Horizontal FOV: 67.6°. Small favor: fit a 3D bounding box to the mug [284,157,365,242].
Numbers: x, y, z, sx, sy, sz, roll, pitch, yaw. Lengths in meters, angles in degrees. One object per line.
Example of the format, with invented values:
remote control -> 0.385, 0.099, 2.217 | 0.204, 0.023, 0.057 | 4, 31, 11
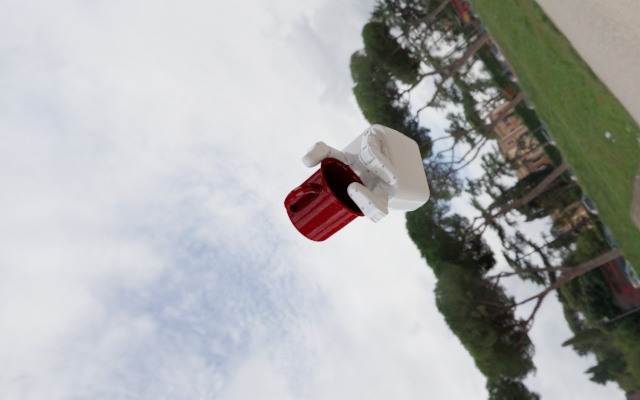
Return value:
mug -> -0.001, 0.002, 0.630 | 0.081, 0.093, 0.117 | -39, -26, 30
